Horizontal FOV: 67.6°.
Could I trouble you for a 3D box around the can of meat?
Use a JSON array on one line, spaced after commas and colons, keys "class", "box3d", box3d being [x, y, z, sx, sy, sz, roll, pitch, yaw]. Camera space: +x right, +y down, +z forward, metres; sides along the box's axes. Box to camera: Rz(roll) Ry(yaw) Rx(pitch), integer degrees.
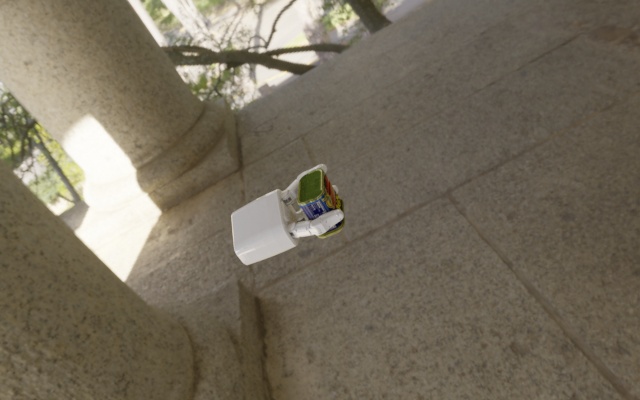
[{"class": "can of meat", "box3d": [0.000, 0.003, 0.869, 0.057, 0.084, 0.102, -23, 32, 15]}]
